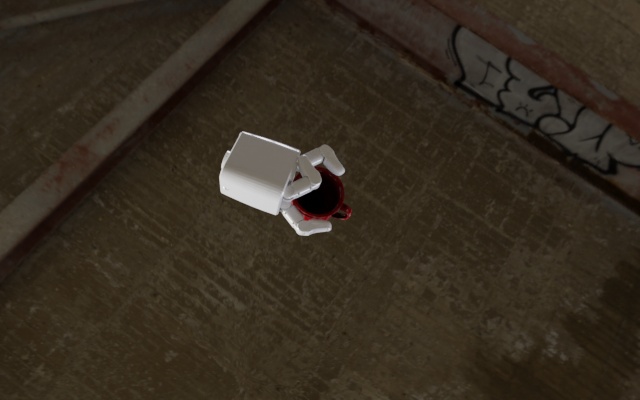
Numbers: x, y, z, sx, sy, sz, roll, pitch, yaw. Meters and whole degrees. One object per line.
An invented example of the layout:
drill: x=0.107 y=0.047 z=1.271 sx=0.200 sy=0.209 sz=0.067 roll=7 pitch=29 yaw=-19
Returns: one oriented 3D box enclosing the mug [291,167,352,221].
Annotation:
mug: x=0.001 y=0.003 z=0.854 sx=0.117 sy=0.093 sz=0.081 roll=22 pitch=-22 yaw=-2
